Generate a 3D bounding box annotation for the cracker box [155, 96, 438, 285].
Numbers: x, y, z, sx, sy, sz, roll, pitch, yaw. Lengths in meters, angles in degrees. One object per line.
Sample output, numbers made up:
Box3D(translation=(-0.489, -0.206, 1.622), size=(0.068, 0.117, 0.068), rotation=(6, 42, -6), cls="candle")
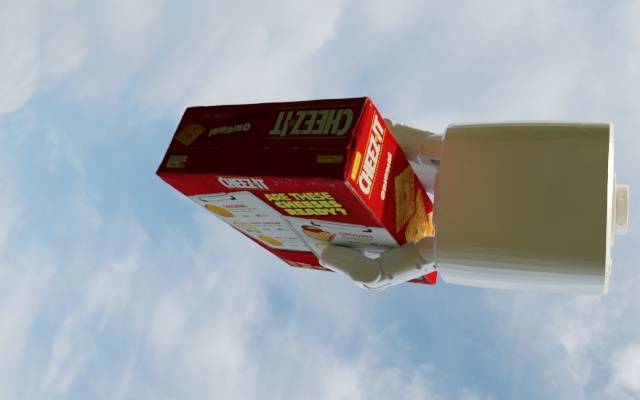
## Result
Box3D(translation=(0.000, 0.002, 0.409), size=(0.164, 0.072, 0.214), rotation=(3, -24, 30), cls="cracker box")
